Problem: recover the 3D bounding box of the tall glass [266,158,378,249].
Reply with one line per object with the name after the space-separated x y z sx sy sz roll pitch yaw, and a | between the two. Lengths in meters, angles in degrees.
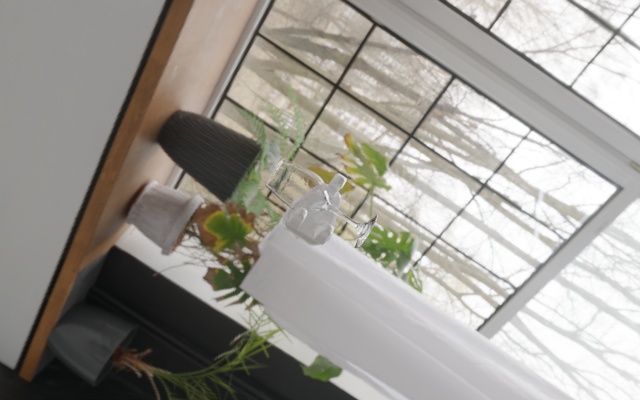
0.001 0.003 0.870 0.201 0.079 0.079 33 -2 -3 | tall glass
